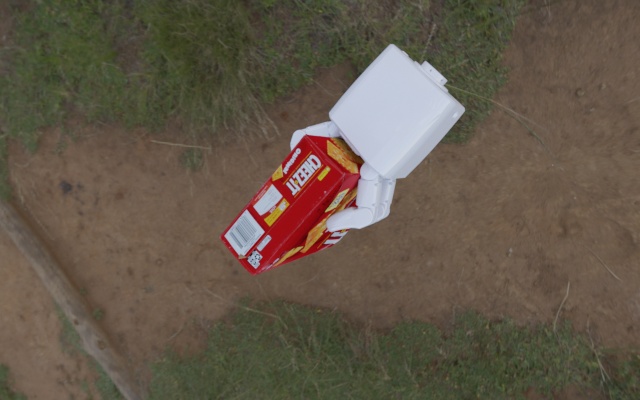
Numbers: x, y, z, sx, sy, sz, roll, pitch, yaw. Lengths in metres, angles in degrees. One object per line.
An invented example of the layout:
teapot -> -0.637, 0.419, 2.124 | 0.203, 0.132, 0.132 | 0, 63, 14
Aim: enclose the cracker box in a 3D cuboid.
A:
cracker box -> 0.000, 0.002, 0.602 | 0.164, 0.072, 0.213 | -48, -16, 21
